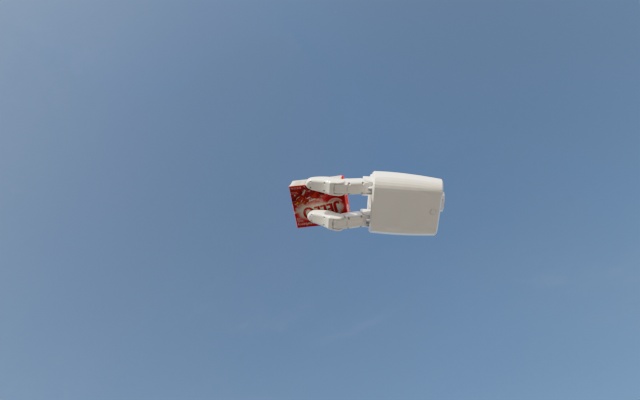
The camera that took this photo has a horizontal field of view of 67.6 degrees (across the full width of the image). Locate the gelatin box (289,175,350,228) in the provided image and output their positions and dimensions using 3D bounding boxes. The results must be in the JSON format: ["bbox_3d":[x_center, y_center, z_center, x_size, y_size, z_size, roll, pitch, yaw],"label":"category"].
[{"bbox_3d":[0.000,0.002,0.766,0.089,0.073,0.030,-6,20,14],"label":"gelatin box"}]
